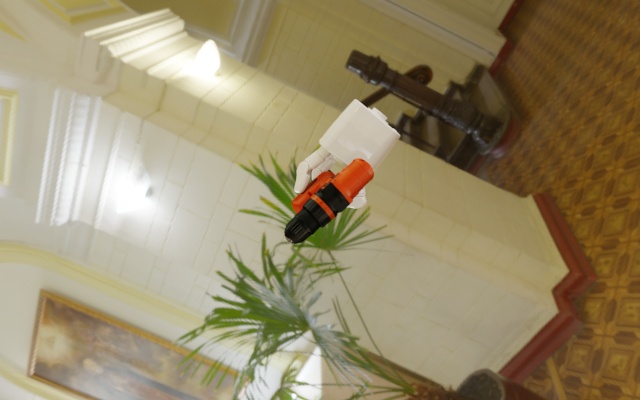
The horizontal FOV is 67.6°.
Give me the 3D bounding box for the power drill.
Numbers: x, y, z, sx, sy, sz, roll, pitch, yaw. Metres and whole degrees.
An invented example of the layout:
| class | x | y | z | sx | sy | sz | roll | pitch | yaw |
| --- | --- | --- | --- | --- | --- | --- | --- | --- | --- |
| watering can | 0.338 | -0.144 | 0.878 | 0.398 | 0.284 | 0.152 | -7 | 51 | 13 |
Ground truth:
| class | x | y | z | sx | sy | sz | roll | pitch | yaw |
| --- | --- | --- | --- | --- | --- | --- | --- | --- | --- |
| power drill | 0.000 | 0.003 | 0.849 | 0.184 | 0.057 | 0.187 | -41 | 9 | -9 |
